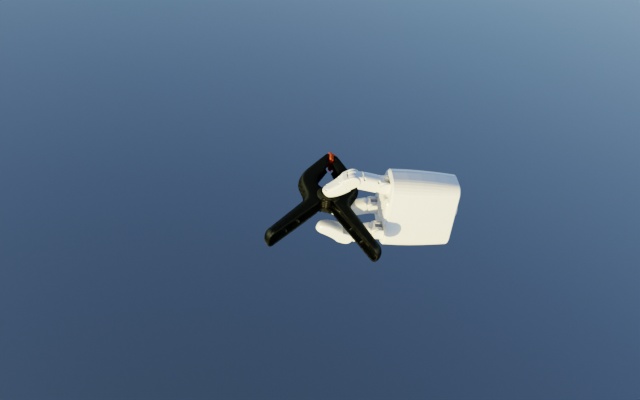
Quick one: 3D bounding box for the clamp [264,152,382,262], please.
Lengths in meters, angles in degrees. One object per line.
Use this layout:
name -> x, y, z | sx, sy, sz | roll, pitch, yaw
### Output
clamp -> 0.000, 0.001, 0.725 | 0.164, 0.209, 0.036 | 5, -45, -8
